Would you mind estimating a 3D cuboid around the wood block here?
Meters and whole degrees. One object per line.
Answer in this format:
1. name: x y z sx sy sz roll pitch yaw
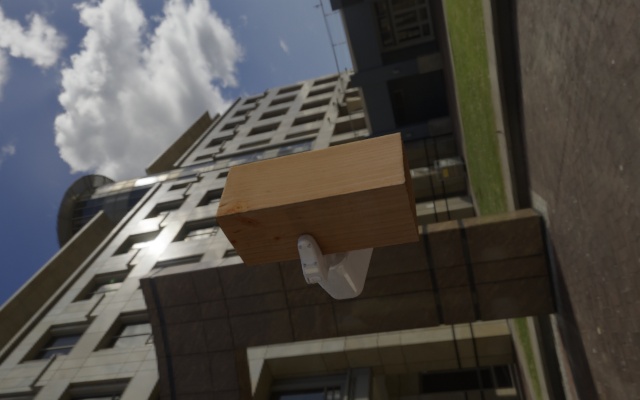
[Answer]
1. wood block: 0.000 0.002 0.545 0.206 0.090 0.090 -10 -47 14
